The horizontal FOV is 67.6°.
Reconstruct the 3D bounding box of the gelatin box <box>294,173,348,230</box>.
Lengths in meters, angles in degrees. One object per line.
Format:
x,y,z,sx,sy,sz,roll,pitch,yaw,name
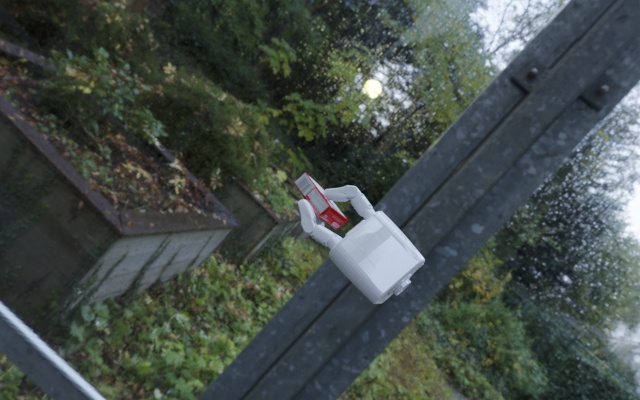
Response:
0.000,0.002,0.824,0.030,0.089,0.073,-40,-32,6,gelatin box
